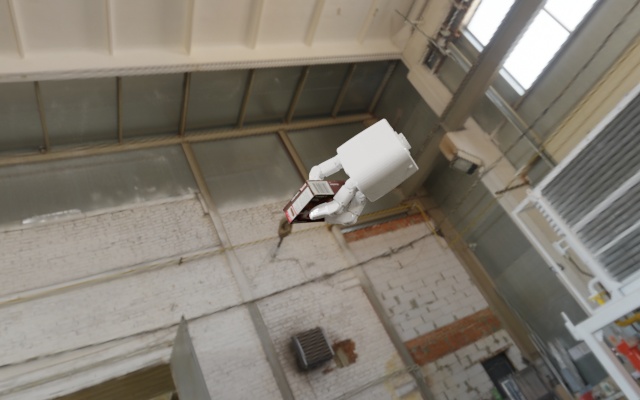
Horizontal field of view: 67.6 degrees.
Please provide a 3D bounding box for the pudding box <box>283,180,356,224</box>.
[{"bbox_3d":[0.000,0.003,0.884,0.113,0.039,0.090,1,-38,-42],"label":"pudding box"}]
